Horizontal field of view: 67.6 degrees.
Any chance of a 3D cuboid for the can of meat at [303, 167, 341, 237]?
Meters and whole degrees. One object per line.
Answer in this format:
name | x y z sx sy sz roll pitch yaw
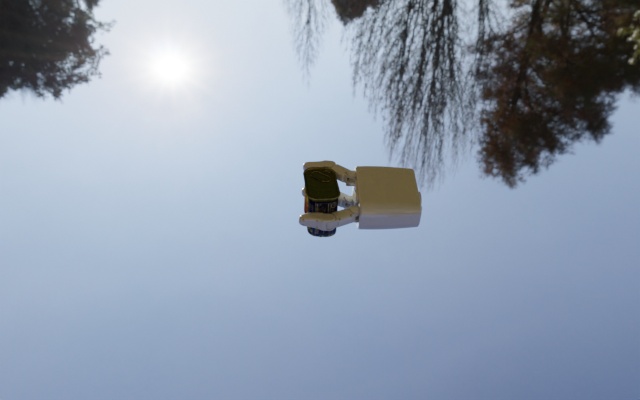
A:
can of meat | 0.000 0.003 0.840 0.057 0.084 0.102 -2 35 -6
